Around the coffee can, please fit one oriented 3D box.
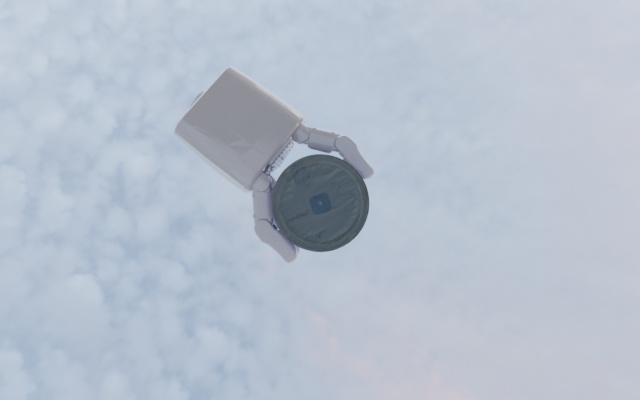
[{"bbox_3d":[0.000,0.002,0.566,0.103,0.103,0.140,0,1,0],"label":"coffee can"}]
